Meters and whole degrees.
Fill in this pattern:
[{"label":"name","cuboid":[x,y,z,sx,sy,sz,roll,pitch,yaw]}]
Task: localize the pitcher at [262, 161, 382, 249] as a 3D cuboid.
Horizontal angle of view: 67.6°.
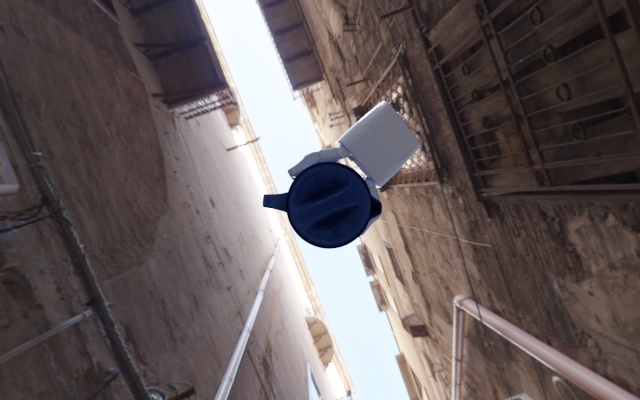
[{"label":"pitcher","cuboid":[0.000,0.003,0.837,0.145,0.149,0.243,-43,2,0]}]
